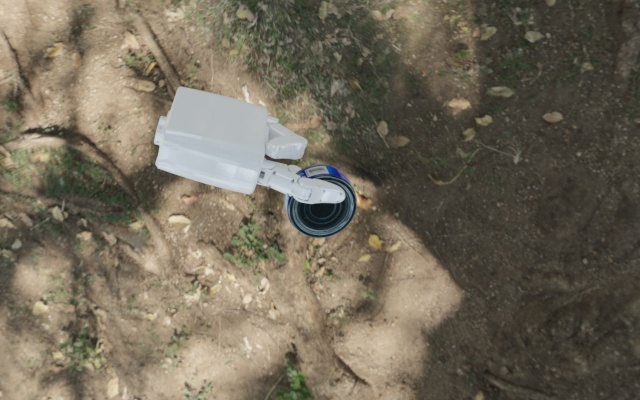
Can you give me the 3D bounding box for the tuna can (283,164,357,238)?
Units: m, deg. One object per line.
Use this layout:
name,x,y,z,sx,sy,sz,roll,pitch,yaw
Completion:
tuna can,0.000,0.002,0.573,0.086,0.086,0.033,0,27,-13
